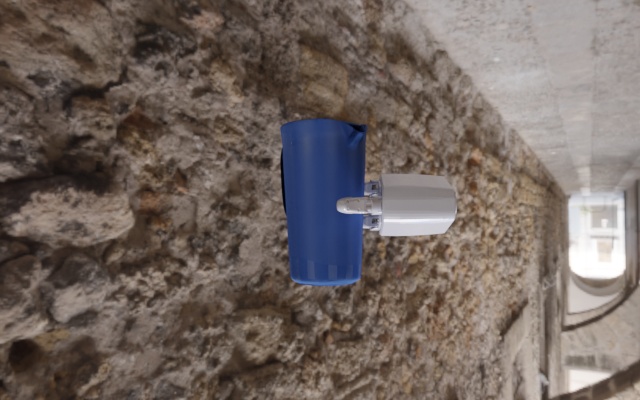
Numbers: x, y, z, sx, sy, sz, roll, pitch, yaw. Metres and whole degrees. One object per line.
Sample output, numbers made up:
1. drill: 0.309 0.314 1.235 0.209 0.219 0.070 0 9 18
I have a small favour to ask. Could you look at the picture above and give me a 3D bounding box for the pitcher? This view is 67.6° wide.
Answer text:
1. pitcher: 0.000 0.002 0.736 0.145 0.243 0.149 -1 -2 5
